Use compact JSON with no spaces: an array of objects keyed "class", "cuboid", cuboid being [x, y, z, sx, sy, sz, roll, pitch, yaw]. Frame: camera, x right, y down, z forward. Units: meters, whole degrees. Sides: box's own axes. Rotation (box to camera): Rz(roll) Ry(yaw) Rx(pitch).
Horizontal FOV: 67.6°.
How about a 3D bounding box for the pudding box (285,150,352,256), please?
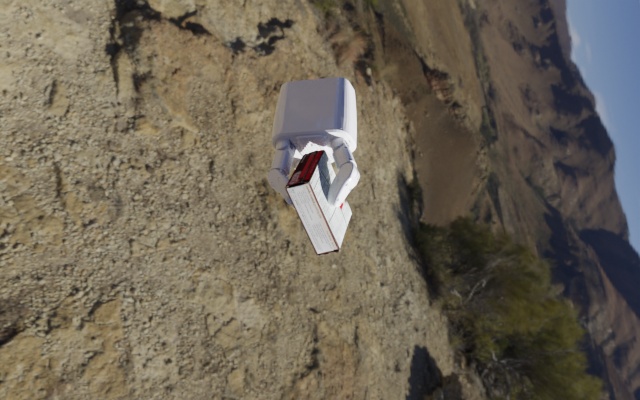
[{"class":"pudding box","cuboid":[0.000,0.002,0.636,0.039,0.113,0.090,-14,28,24]}]
